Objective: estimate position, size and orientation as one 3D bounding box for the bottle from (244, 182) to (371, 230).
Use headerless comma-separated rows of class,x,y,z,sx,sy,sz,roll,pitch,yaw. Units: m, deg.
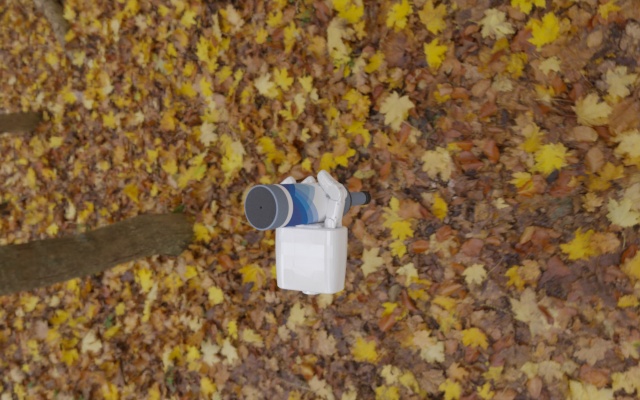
bottle,0.000,0.003,0.807,0.069,0.069,0.295,0,3,36
